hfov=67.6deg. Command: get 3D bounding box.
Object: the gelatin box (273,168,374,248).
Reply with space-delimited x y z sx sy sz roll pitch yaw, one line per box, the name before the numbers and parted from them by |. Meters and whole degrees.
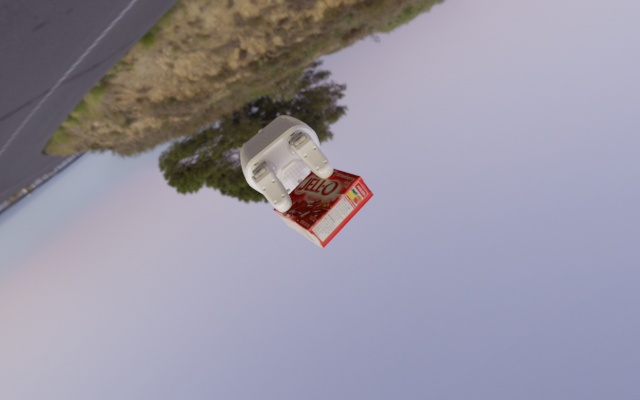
gelatin box | 0.000 0.002 0.485 0.030 0.073 0.089 51 -13 -28
